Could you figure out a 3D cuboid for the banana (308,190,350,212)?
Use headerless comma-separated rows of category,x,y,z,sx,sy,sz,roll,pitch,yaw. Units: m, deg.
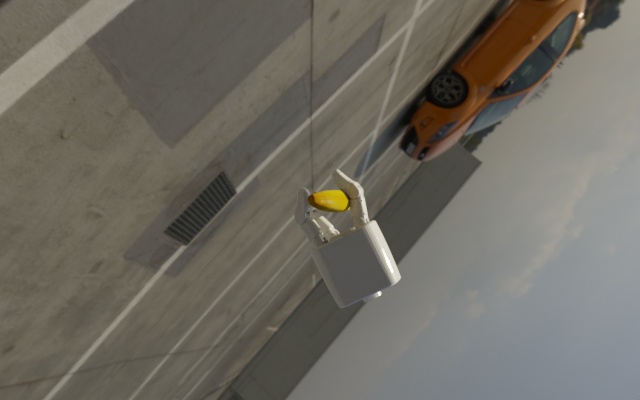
banana,0.019,0.002,0.795,0.069,0.037,0.198,-2,0,2
